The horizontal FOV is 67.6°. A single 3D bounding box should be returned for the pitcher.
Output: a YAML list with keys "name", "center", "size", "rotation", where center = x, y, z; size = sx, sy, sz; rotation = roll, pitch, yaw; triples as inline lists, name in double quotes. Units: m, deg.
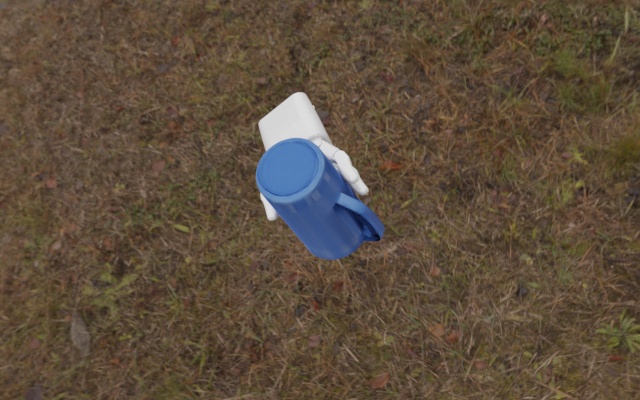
- name: "pitcher"
  center: [0.000, 0.002, 0.783]
  size: [0.149, 0.145, 0.243]
  rotation: [-26, -29, 7]
